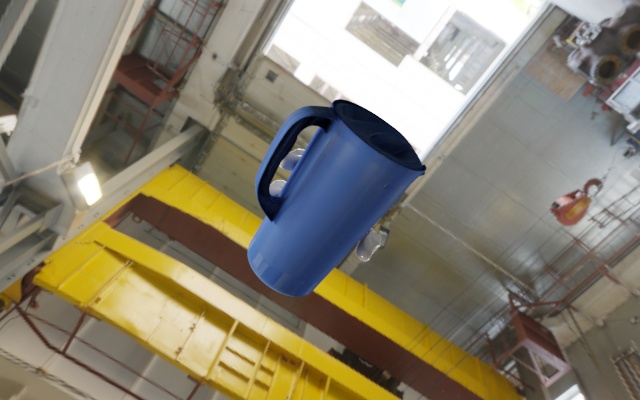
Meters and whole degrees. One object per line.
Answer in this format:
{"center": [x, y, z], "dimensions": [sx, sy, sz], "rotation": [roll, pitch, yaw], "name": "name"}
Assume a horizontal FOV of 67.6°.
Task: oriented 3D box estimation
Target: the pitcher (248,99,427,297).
{"center": [0.000, 0.002, 0.596], "dimensions": [0.149, 0.243, 0.145], "rotation": [41, 25, 11], "name": "pitcher"}
